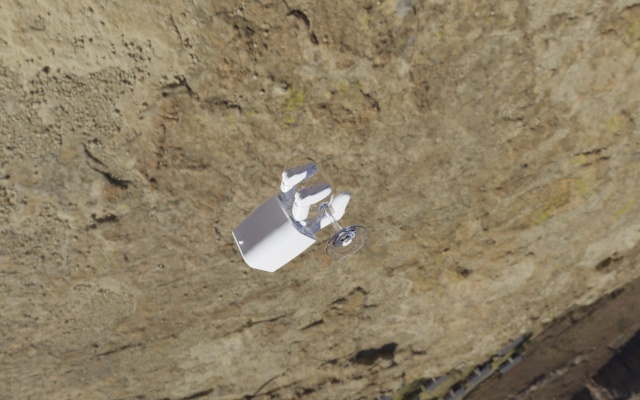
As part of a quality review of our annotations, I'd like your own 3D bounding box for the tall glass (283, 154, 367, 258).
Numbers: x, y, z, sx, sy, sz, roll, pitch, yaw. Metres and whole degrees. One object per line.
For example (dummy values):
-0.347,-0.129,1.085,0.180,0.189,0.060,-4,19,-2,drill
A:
0.001,0.003,0.826,0.079,0.079,0.201,0,41,-34,tall glass
